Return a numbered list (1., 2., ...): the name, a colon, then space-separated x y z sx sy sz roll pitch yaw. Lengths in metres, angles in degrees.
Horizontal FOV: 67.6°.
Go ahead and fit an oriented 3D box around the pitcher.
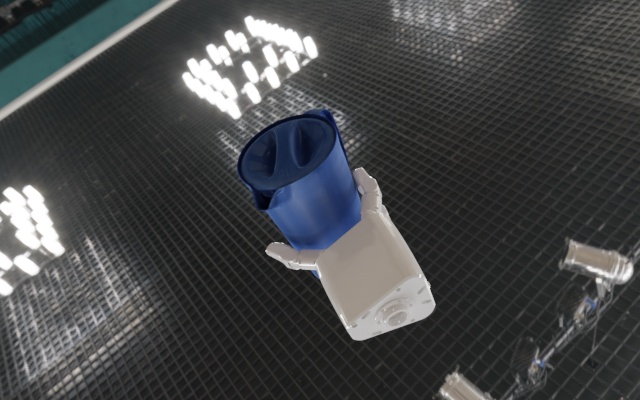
1. pitcher: 0.000 0.002 0.671 0.149 0.243 0.145 -30 43 -2
